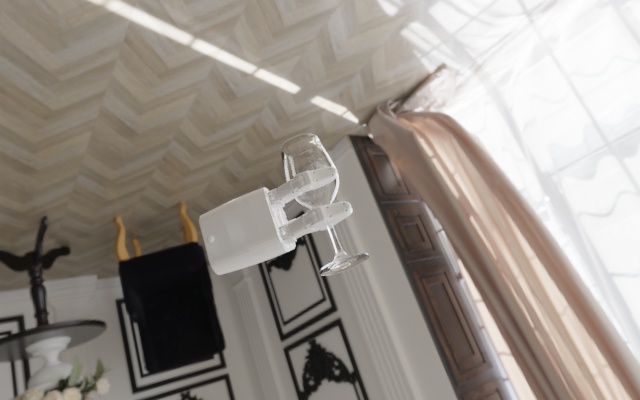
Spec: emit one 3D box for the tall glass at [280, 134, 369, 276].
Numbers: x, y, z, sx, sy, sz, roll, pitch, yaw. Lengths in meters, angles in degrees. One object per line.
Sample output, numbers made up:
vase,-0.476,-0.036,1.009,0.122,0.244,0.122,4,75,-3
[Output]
tall glass,0.000,0.003,0.695,0.079,0.201,0.079,-18,-21,-7
